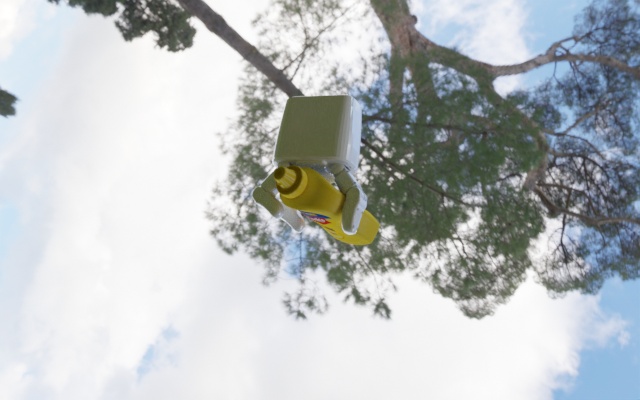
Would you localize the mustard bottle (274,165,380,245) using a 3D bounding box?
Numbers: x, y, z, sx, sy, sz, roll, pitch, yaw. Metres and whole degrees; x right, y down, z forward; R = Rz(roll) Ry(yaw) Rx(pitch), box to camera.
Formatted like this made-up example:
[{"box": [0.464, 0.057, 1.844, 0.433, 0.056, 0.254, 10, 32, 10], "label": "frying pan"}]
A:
[{"box": [0.000, 0.003, 0.649, 0.096, 0.058, 0.192, 22, -9, 39], "label": "mustard bottle"}]
